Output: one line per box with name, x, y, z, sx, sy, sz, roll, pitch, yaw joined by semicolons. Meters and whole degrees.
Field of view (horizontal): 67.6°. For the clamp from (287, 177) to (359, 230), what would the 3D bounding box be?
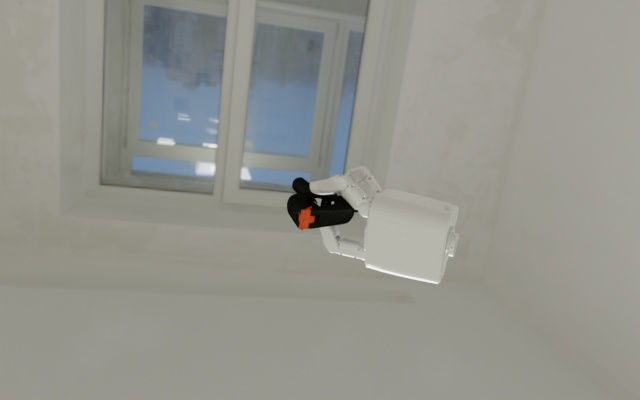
clamp;0.000;0.003;0.702;0.164;0.036;0.210;12;15;21
